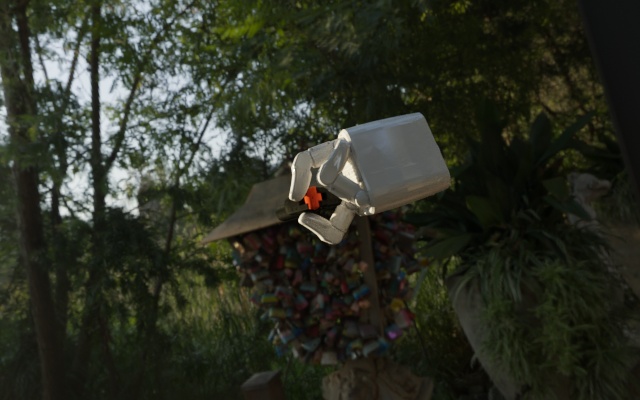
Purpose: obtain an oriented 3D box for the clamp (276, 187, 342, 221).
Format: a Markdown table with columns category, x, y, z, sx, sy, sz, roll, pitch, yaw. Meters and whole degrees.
| category | x | y | z | sx | sy | sz | roll | pitch | yaw |
| --- | --- | --- | --- | --- | --- | --- | --- | --- | --- |
| clamp | 0.000 | 0.002 | 0.673 | 0.120 | 0.039 | 0.171 | -17 | -1 | -10 |
